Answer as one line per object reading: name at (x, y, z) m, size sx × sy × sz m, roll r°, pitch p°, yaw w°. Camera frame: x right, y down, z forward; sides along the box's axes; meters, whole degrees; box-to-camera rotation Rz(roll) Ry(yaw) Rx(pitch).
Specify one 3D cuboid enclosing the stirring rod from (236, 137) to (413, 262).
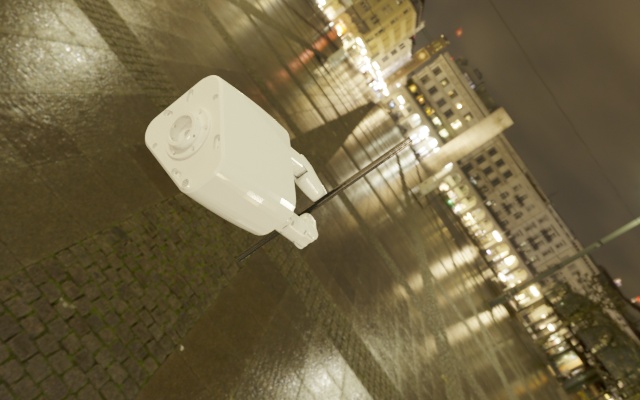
stirring rod at (0.000, 0.002, 0.534) m, size 0.239 × 0.011 × 0.011 m, roll -35°, pitch -9°, yaw 13°
